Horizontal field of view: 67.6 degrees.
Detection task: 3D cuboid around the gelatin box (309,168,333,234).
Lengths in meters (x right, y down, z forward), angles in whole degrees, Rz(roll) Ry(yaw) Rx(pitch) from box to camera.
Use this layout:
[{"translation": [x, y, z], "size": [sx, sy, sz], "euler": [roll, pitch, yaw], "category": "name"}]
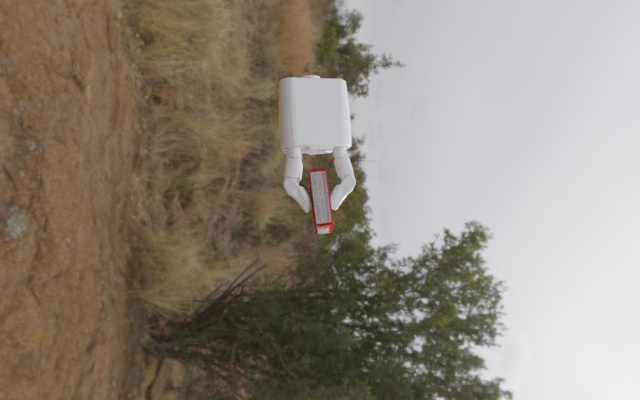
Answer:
[{"translation": [0.001, 0.003, 0.744], "size": [0.030, 0.089, 0.073], "euler": [-7, -14, -2], "category": "gelatin box"}]
